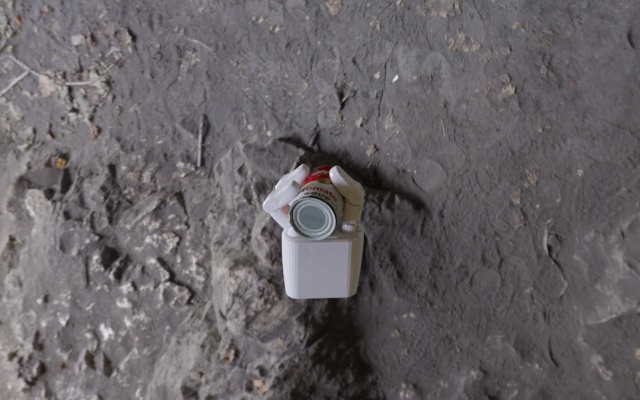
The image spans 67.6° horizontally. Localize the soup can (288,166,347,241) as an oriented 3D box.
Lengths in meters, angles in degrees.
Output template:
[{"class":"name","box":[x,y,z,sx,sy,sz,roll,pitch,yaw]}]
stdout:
[{"class":"soup can","box":[0.000,0.002,0.662,0.068,0.068,0.102,0,27,15]}]
